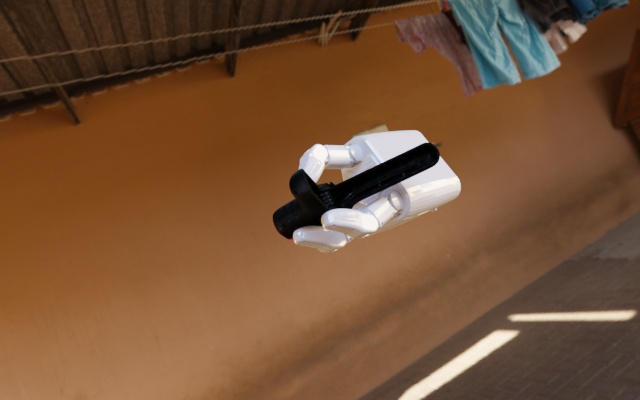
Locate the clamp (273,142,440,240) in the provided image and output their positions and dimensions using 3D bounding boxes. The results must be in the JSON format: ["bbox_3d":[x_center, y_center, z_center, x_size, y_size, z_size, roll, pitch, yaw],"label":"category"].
[{"bbox_3d":[0.000,0.001,0.495,0.164,0.036,0.210,-11,-14,-38],"label":"clamp"}]
